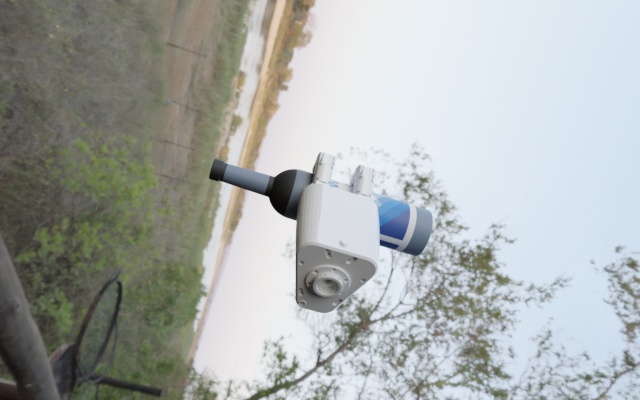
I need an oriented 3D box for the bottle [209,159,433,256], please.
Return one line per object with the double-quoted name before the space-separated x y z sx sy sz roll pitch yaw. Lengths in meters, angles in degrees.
"bottle" 0.000 0.002 0.633 0.296 0.069 0.069 17 -3 -9
